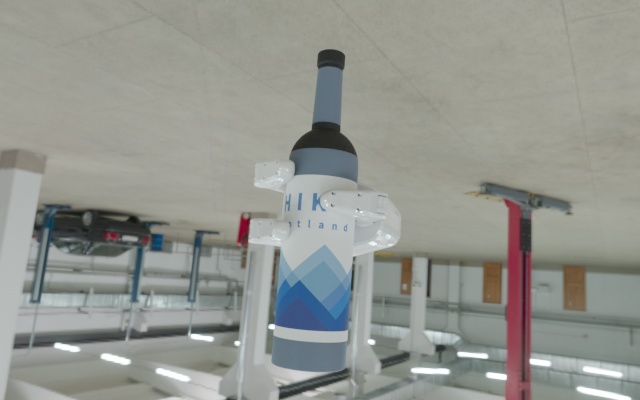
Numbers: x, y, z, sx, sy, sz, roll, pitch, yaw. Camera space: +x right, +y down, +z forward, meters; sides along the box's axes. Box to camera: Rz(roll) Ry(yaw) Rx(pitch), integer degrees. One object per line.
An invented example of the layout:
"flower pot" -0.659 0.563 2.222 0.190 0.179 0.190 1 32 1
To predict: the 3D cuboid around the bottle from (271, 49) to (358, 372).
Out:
"bottle" 0.000 0.002 0.448 0.069 0.295 0.069 4 -9 1
